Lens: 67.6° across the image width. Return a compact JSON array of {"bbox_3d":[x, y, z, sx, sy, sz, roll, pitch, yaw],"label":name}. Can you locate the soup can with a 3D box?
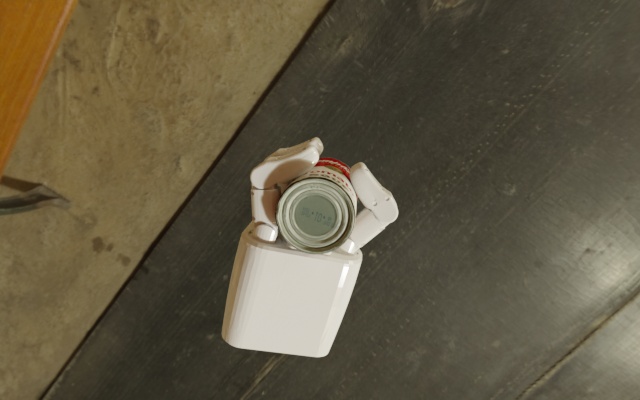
[{"bbox_3d":[0.000,0.001,0.436,0.068,0.068,0.102,0,14,6],"label":"soup can"}]
